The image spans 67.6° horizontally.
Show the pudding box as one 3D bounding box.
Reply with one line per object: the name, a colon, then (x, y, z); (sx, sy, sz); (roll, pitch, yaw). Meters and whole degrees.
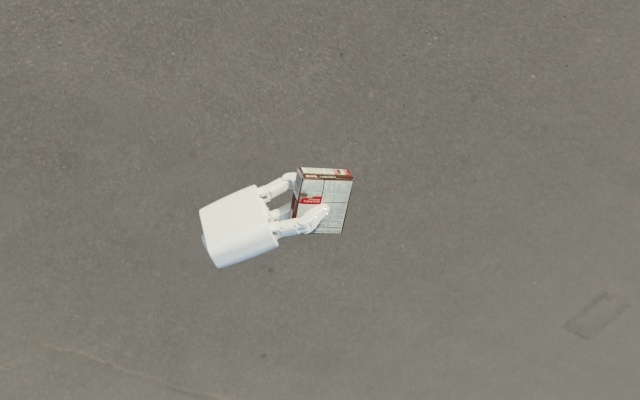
pudding box: (0.000, 0.003, 0.795); (0.090, 0.114, 0.039); (1, 33, -18)
